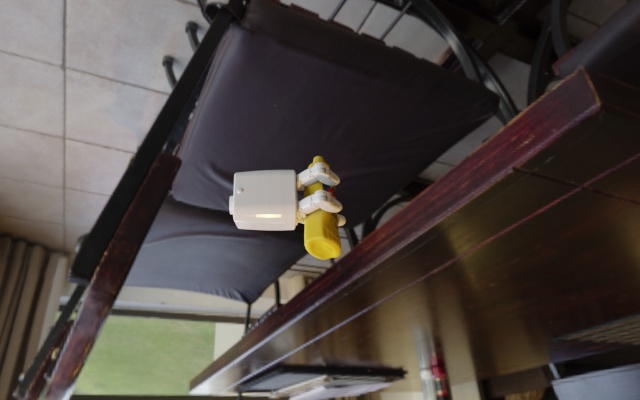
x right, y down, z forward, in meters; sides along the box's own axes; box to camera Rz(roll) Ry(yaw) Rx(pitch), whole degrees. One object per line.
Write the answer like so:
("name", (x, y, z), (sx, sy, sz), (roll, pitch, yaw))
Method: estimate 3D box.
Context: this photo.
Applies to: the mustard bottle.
("mustard bottle", (0.000, 0.003, 0.863), (0.058, 0.191, 0.096), (-13, -31, 16))
